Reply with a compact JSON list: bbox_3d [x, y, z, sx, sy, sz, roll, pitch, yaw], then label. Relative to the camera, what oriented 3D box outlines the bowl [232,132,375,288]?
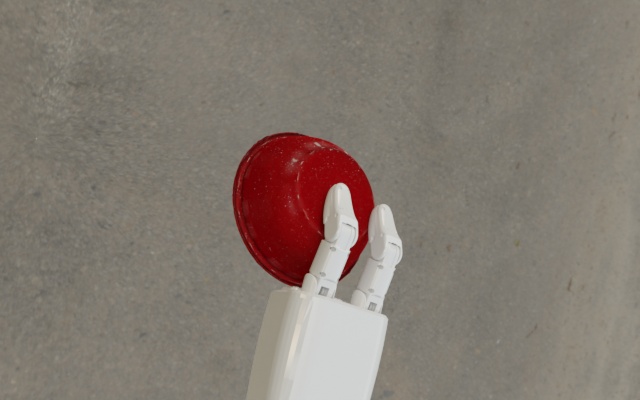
[{"bbox_3d":[0.000,0.000,0.458,0.162,0.162,0.055,0,-15,-39],"label":"bowl"}]
